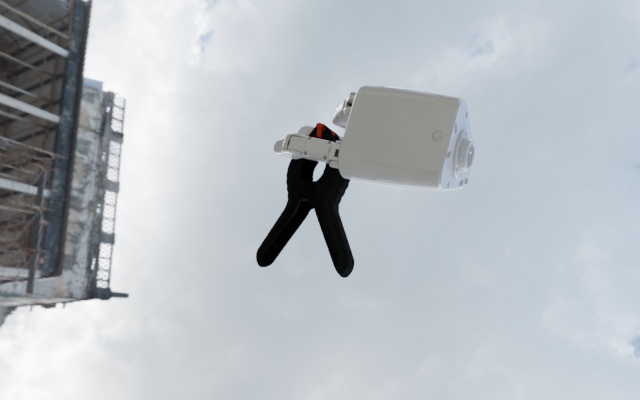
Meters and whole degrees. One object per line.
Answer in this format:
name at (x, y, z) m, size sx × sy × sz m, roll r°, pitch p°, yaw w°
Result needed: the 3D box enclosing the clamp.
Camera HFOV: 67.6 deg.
clamp at (0.000, 0.002, 0.514) m, size 0.120 × 0.171 × 0.039 m, roll 13°, pitch -7°, yaw 30°
